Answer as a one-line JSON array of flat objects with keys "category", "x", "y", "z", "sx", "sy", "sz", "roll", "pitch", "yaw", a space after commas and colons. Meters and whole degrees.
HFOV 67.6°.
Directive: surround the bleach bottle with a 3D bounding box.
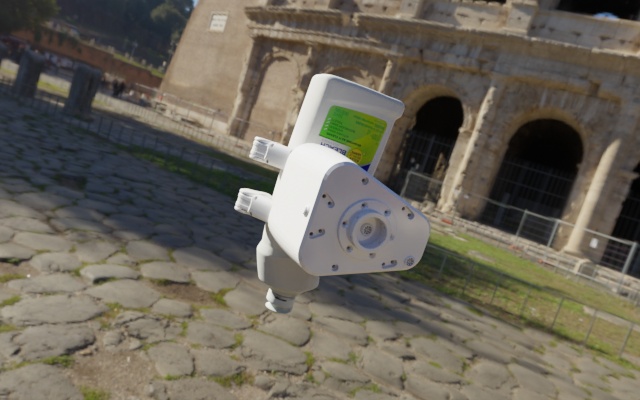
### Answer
[{"category": "bleach bottle", "x": 0.000, "y": 0.002, "z": 0.510, "sx": 0.102, "sy": 0.251, "sz": 0.068, "roll": 16, "pitch": 7, "yaw": -20}]
